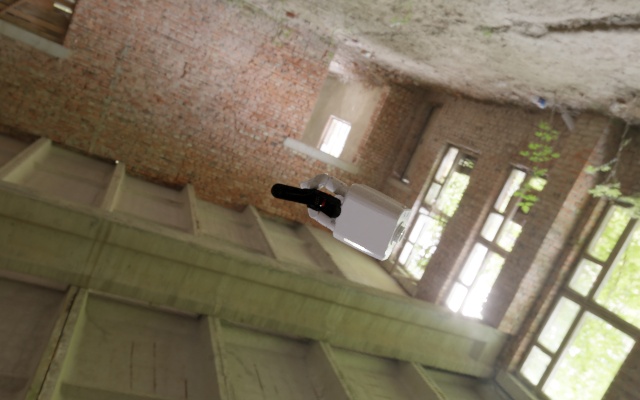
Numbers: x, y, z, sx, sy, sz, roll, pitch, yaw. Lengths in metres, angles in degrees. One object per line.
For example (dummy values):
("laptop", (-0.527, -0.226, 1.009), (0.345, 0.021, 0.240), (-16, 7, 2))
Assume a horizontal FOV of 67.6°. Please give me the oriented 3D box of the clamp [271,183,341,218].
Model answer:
("clamp", (0.000, 0.003, 0.828), (0.120, 0.039, 0.171), (27, 10, 21))
